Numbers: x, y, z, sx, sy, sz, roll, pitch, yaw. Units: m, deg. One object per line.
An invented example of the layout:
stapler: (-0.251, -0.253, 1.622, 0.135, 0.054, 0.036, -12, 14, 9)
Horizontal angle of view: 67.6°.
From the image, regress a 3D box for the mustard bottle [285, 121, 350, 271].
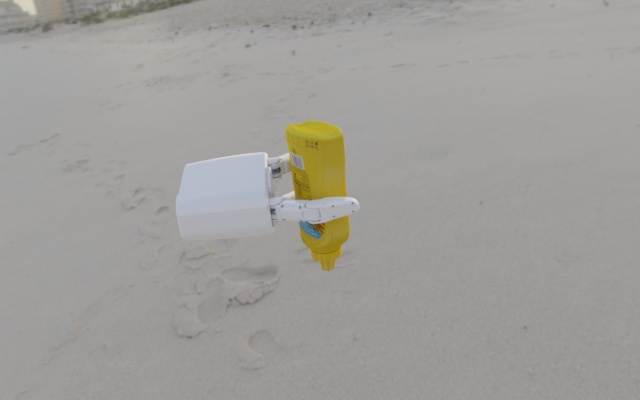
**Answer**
mustard bottle: (0.000, 0.002, 0.598, 0.058, 0.192, 0.096, -17, 24, -25)
